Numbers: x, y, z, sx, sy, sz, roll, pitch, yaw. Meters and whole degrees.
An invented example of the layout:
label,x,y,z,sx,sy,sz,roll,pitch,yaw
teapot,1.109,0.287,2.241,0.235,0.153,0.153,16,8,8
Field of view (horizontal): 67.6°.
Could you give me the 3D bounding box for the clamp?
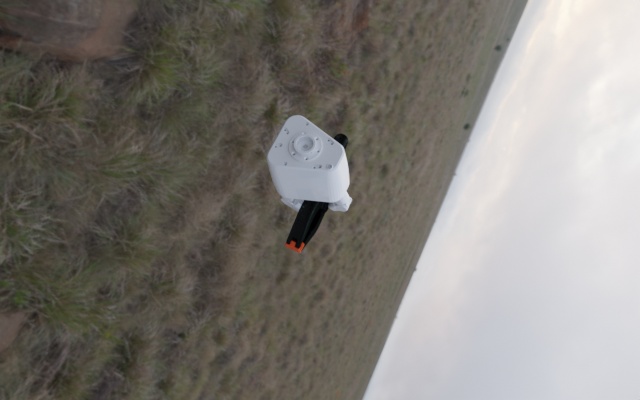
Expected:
label,x,y,z,sx,sy,sz,roll,pitch,yaw
clamp,0.001,0.003,0.858,0.036,0.210,0.165,22,-19,15
